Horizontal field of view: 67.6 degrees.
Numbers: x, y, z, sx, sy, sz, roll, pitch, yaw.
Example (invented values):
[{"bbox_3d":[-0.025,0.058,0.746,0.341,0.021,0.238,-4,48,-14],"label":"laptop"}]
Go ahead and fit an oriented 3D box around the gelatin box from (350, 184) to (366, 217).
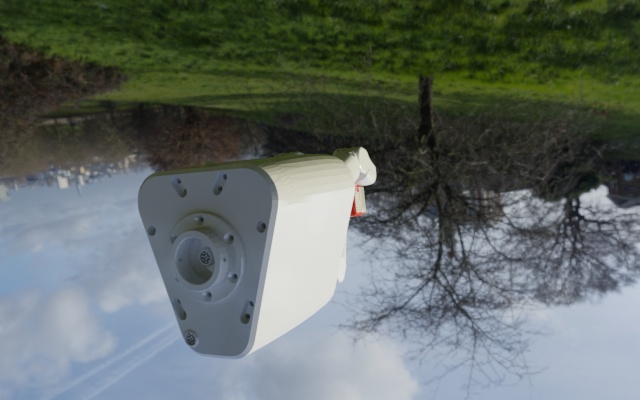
[{"bbox_3d":[0.000,0.002,0.433,0.073,0.030,0.089,-5,-1,11],"label":"gelatin box"}]
